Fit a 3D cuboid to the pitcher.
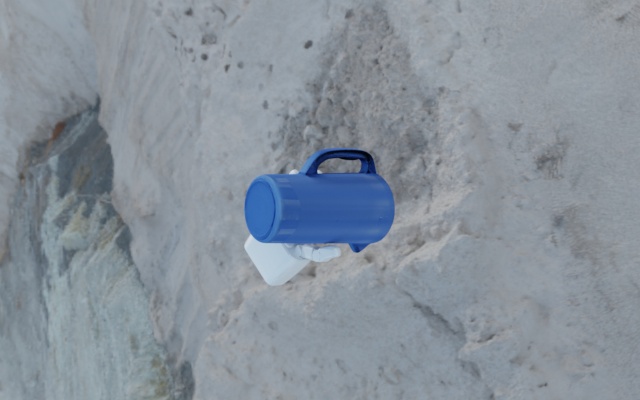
[{"bbox_3d":[0.000,0.003,0.810,0.243,0.149,0.145,1,-33,-39],"label":"pitcher"}]
